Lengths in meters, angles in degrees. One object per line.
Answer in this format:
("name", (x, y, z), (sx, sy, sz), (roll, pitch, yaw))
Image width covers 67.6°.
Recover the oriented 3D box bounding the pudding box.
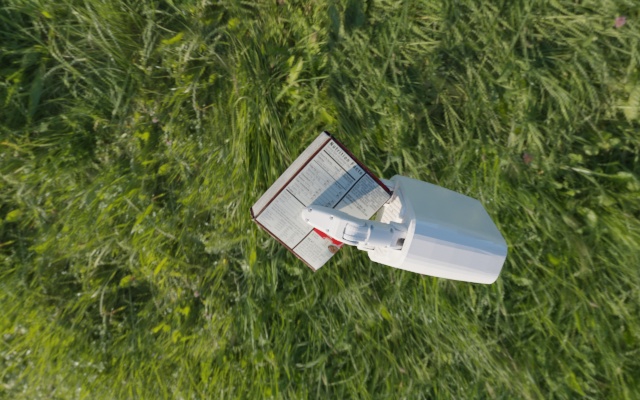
("pudding box", (0.000, 0.002, 0.474), (0.090, 0.113, 0.039), (42, 4, -19))
